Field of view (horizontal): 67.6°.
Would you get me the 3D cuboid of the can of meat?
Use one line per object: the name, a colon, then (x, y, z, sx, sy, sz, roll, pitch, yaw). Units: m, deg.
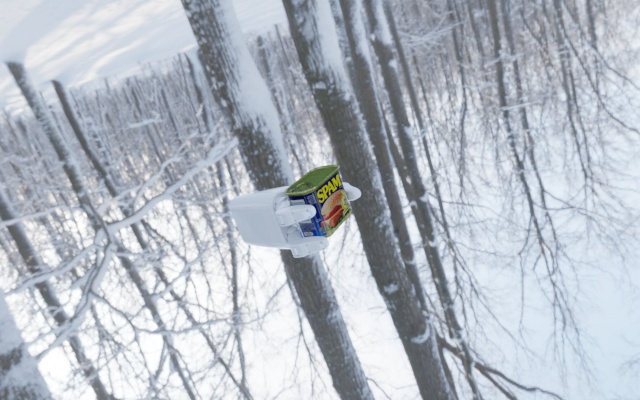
can of meat: (0.000, 0.003, 0.746, 0.057, 0.084, 0.102, -4, 24, 35)
